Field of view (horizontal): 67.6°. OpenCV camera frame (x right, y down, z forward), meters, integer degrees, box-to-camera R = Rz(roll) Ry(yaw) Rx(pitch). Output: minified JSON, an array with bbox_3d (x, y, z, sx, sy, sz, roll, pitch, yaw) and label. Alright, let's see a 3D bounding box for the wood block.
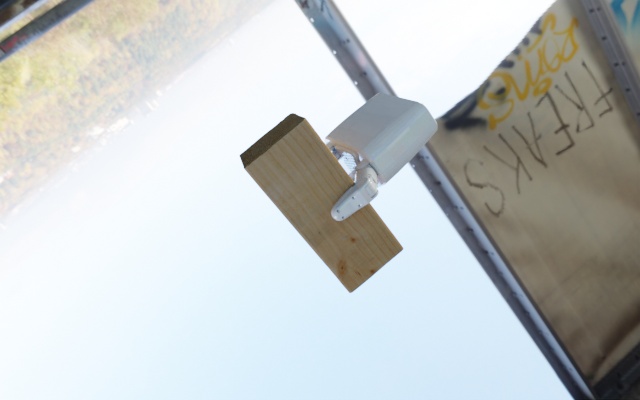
[{"bbox_3d":[0.001,0.002,0.597,0.090,0.206,0.090,-39,20,-1],"label":"wood block"}]
